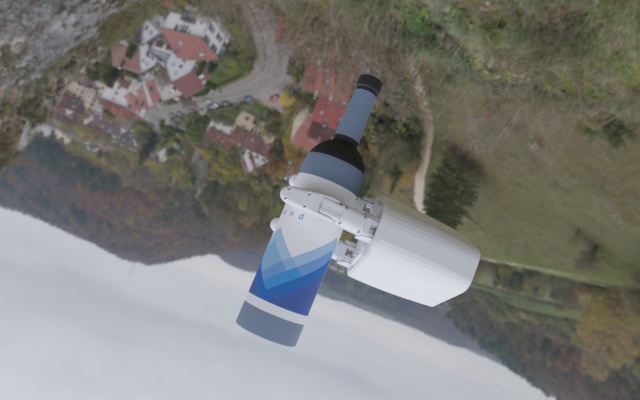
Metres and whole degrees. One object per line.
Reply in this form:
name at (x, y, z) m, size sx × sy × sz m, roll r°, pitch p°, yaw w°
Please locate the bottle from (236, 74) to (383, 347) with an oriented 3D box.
bottle at (0.000, 0.002, 0.507) m, size 0.069 × 0.295 × 0.069 m, roll 22°, pitch -8°, yaw 3°
